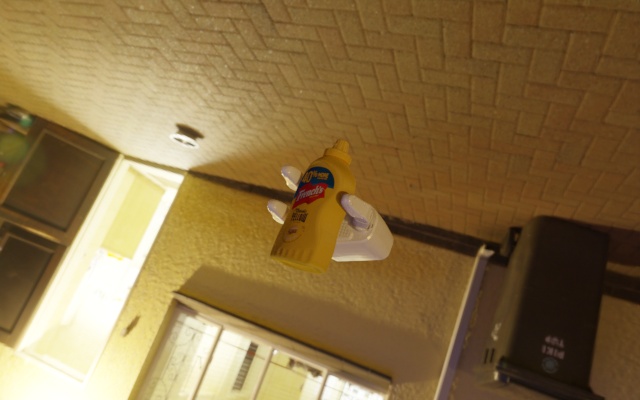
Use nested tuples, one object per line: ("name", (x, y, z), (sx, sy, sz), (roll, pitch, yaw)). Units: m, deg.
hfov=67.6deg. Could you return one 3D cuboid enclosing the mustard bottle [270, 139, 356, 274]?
("mustard bottle", (0.000, 0.002, 0.663), (0.058, 0.191, 0.096), (32, -18, -34))
